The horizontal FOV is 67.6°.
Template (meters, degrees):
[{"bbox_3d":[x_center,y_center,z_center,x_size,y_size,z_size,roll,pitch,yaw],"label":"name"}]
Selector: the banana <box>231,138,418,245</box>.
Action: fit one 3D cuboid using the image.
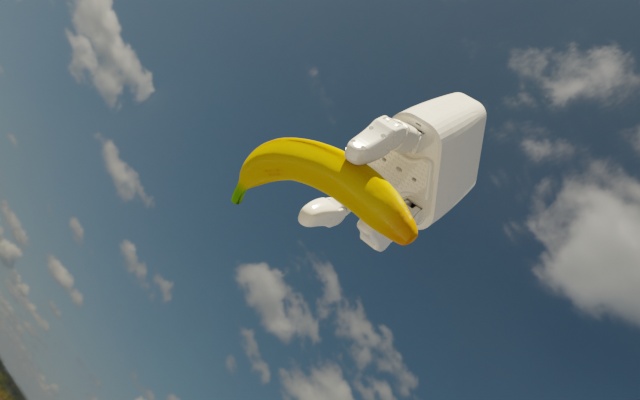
[{"bbox_3d":[-0.004,-0.017,0.405,0.198,0.070,0.037,13,26,38],"label":"banana"}]
